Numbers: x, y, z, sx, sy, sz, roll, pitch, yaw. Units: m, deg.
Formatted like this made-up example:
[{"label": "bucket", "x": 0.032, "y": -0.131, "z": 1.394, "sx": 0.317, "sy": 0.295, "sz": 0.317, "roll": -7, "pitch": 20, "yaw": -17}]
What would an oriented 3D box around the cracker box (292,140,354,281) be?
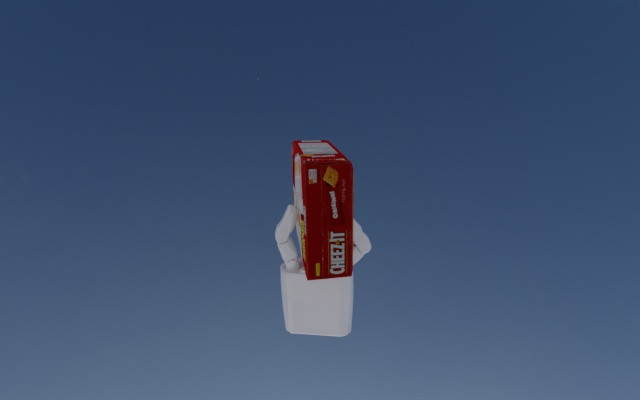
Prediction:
[{"label": "cracker box", "x": 0.000, "y": 0.002, "z": 0.723, "sx": 0.072, "sy": 0.164, "sz": 0.213, "roll": -3, "pitch": 15, "yaw": -7}]
